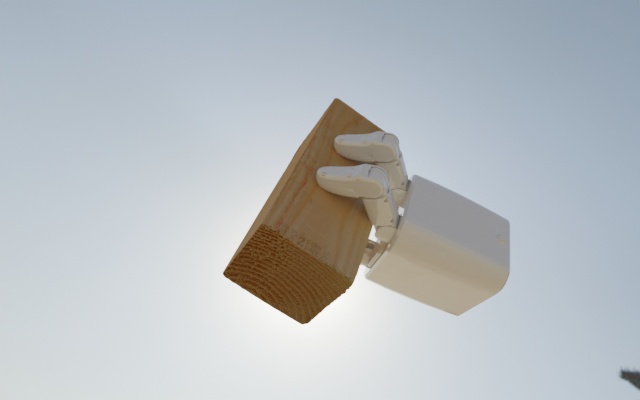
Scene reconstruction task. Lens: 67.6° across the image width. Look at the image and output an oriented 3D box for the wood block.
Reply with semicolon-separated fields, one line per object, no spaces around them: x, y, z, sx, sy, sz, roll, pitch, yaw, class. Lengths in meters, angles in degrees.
0.000;0.002;0.469;0.090;0.206;0.091;34;-48;-7;wood block
